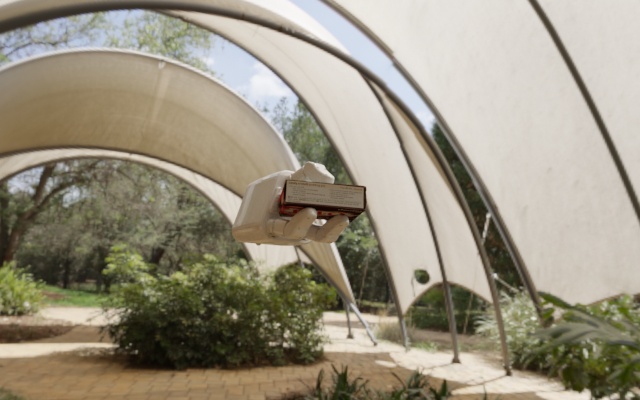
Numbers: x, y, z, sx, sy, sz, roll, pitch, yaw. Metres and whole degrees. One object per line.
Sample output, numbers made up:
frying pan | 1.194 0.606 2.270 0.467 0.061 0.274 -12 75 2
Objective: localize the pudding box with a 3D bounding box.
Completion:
pudding box | 0.000 0.002 0.669 0.113 0.039 0.090 3 -12 -8
